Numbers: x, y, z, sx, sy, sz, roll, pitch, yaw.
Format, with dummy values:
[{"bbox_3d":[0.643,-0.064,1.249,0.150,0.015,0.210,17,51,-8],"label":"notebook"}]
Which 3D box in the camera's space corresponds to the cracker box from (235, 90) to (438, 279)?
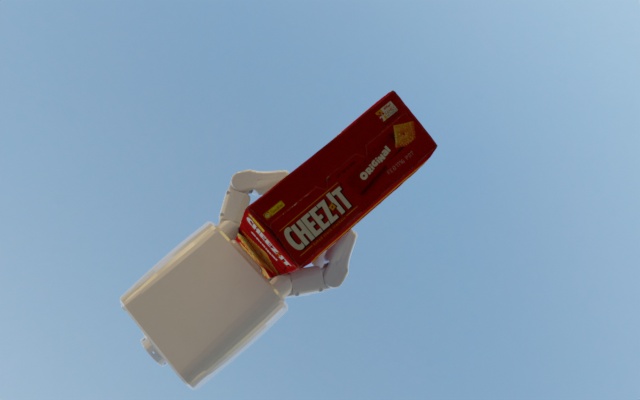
[{"bbox_3d":[0.000,0.001,0.478,0.164,0.072,0.214,-41,0,-17],"label":"cracker box"}]
